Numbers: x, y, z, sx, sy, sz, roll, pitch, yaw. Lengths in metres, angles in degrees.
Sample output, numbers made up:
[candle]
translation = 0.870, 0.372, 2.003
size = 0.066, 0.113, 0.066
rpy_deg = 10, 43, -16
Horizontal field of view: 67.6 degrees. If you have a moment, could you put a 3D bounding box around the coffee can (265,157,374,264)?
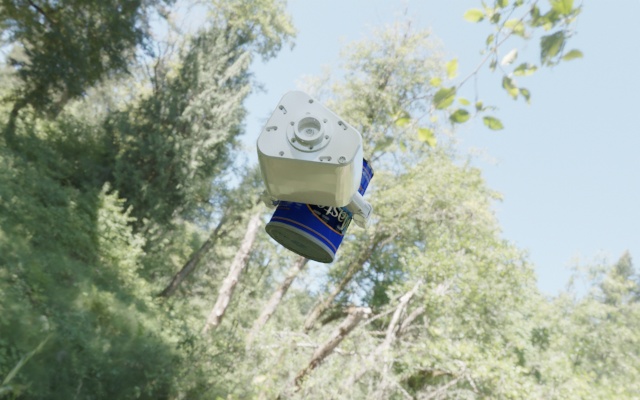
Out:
[coffee can]
translation = 0.000, 0.002, 0.665
size = 0.103, 0.140, 0.103
rpy_deg = 24, -20, 9
